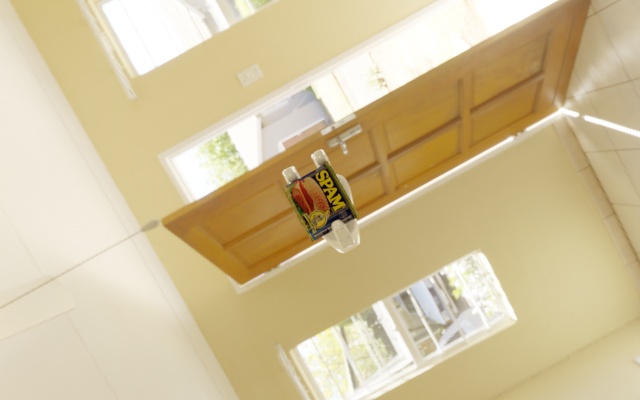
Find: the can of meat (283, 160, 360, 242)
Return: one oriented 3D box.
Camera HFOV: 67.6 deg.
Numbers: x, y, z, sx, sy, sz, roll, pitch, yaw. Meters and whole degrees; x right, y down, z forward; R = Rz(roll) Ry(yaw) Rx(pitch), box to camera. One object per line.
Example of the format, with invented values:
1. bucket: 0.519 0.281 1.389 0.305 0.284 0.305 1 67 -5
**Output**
1. can of meat: 0.000 0.003 0.748 0.084 0.102 0.057 -29 -19 1
